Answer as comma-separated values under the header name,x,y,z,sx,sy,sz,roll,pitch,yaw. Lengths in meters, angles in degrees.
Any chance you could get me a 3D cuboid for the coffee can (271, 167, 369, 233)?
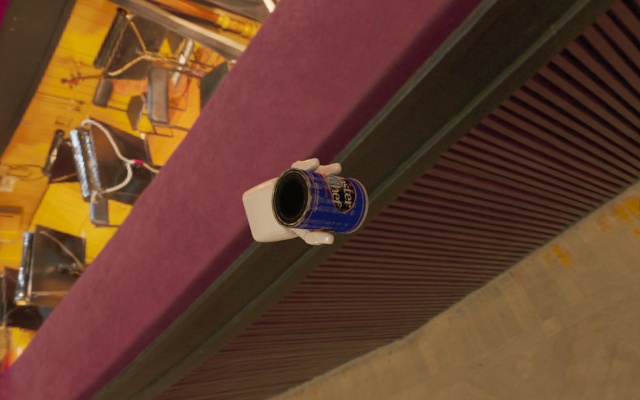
name,x,y,z,sx,sy,sz,roll,pitch,yaw
coffee can,0.000,0.003,0.838,0.140,0.103,0.103,8,-6,-43
